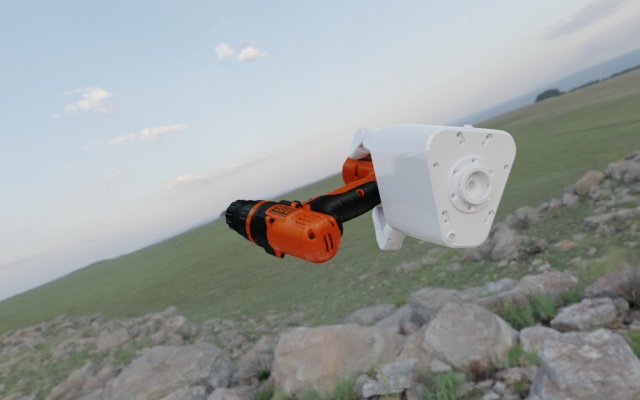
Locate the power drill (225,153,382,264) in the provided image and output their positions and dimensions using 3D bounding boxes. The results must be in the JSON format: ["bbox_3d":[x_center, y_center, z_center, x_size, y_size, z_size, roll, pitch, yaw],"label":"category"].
[{"bbox_3d":[0.001,0.002,0.557,0.187,0.057,0.184,-30,27,-32],"label":"power drill"}]
